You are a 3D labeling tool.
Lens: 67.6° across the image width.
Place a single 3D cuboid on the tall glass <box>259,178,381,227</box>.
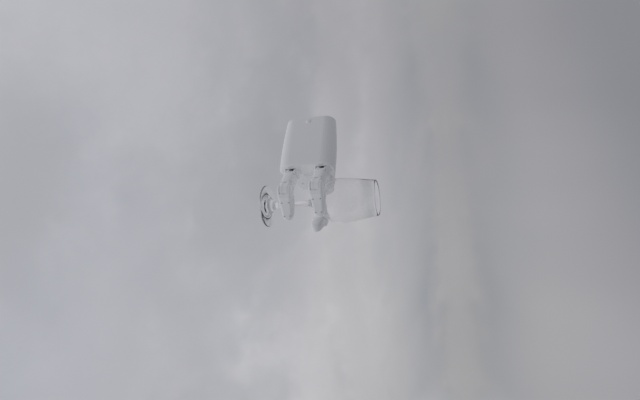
[{"bbox_3d":[-0.001,0.003,0.829,0.201,0.079,0.079,-4,-1,15],"label":"tall glass"}]
